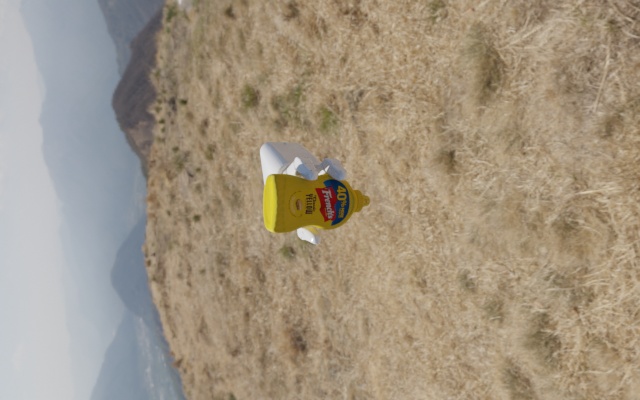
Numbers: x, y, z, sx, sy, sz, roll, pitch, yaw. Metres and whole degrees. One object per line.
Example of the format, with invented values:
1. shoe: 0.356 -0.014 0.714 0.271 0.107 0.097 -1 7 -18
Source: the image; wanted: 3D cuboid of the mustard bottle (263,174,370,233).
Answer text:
1. mustard bottle: 0.000 0.003 0.815 0.191 0.096 0.058 -1 6 -29
